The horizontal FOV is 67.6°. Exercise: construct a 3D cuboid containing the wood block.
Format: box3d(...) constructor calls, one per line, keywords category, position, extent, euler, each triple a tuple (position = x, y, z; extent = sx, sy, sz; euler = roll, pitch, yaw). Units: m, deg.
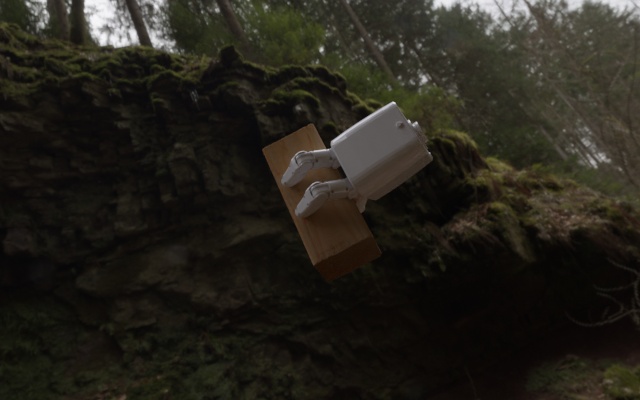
box3d(category="wood block", position=(0.000, 0.002, 0.709), extent=(0.090, 0.206, 0.091), euler=(-27, -29, 3))
